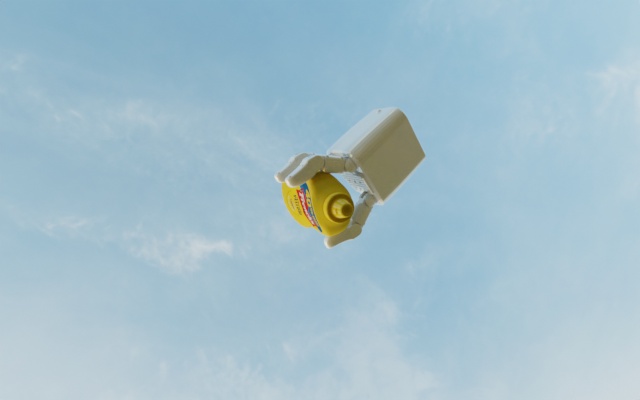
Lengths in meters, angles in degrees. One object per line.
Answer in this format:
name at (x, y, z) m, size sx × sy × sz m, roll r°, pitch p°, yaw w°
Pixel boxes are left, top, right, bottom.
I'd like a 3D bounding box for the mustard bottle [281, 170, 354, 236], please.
mustard bottle at (0.000, 0.002, 0.697) m, size 0.058 × 0.096 × 0.191 m, roll -20°, pitch 13°, yaw -18°
